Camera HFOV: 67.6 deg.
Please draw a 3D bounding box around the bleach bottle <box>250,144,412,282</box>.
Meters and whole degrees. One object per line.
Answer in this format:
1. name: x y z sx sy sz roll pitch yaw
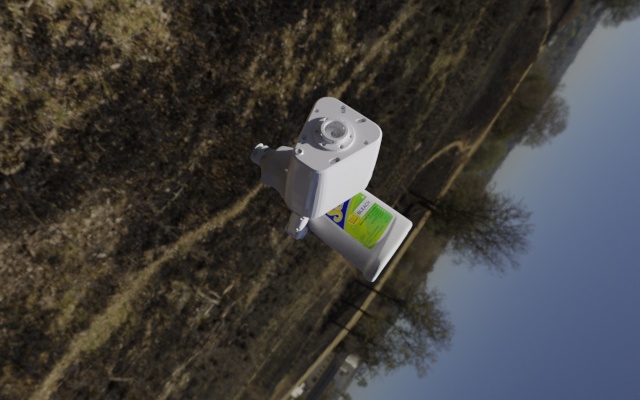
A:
1. bleach bottle: 0.000 0.002 0.685 0.251 0.102 0.068 35 -28 12
